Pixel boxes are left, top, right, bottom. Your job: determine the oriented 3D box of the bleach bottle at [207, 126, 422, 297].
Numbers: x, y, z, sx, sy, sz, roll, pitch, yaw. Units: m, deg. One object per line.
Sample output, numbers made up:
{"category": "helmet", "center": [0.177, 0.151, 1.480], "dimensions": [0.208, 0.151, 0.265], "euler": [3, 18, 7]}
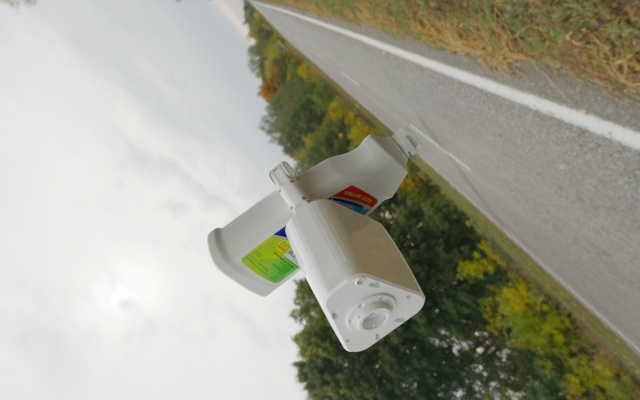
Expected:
{"category": "bleach bottle", "center": [0.000, 0.002, 0.535], "dimensions": [0.103, 0.251, 0.068], "euler": [45, 11, -41]}
